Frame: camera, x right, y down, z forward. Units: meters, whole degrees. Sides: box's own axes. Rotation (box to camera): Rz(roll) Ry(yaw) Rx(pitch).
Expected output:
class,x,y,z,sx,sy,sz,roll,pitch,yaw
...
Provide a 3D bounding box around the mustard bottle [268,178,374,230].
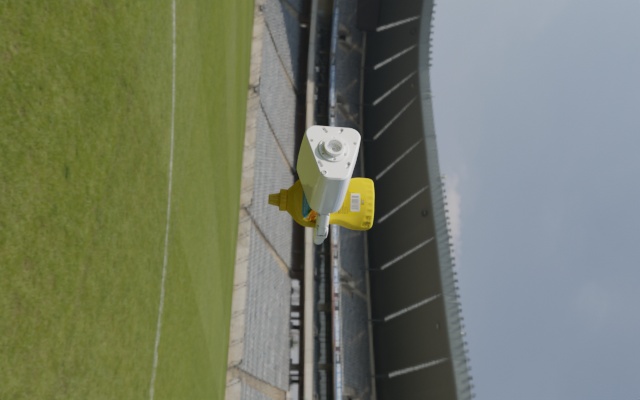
class,x,y,z,sx,sy,sz,roll,pitch,yaw
mustard bottle,0.000,0.003,0.880,0.191,0.096,0.058,3,-6,-7
